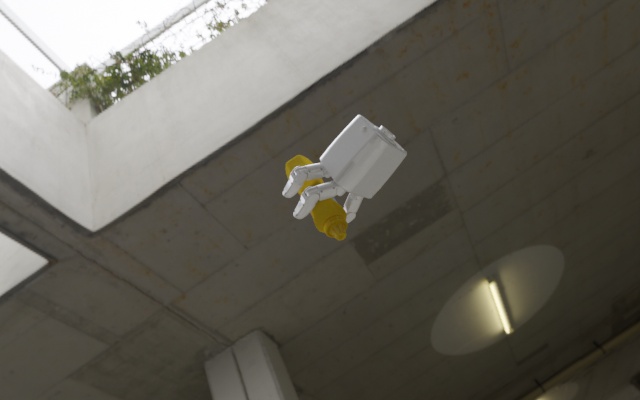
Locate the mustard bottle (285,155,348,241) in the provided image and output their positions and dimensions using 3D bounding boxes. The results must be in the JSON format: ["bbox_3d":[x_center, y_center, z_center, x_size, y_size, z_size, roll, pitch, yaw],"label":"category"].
[{"bbox_3d":[0.000,0.003,0.860,0.058,0.096,0.191,-32,45,-1],"label":"mustard bottle"}]
